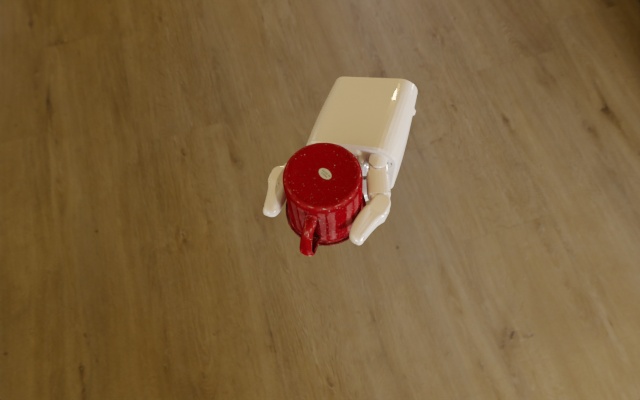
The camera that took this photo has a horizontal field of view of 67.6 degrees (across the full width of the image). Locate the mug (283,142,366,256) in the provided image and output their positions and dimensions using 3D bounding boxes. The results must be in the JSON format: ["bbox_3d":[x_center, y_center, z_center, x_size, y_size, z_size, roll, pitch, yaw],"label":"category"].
[{"bbox_3d":[0.000,0.003,0.506,0.093,0.117,0.081,16,-23,11],"label":"mug"}]
